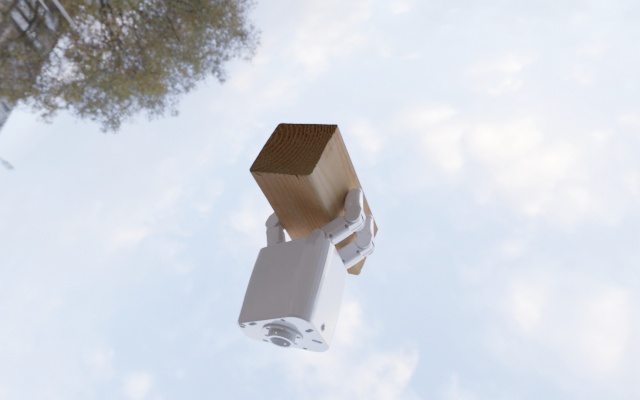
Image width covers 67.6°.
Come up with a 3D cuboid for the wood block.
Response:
[{"bbox_3d":[0.000,0.002,0.645,0.091,0.090,0.206,6,-38,29],"label":"wood block"}]
